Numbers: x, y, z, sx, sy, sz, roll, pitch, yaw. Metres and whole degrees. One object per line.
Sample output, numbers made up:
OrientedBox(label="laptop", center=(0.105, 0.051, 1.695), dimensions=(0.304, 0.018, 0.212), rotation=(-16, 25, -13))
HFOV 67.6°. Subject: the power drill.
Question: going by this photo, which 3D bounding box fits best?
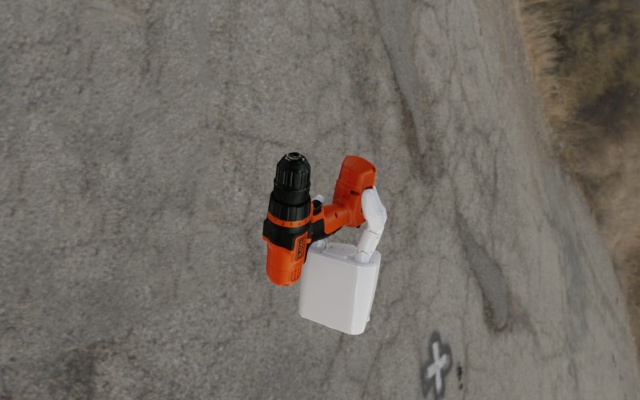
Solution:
OrientedBox(label="power drill", center=(0.000, 0.002, 0.632), dimensions=(0.057, 0.184, 0.187), rotation=(29, 37, 28))
